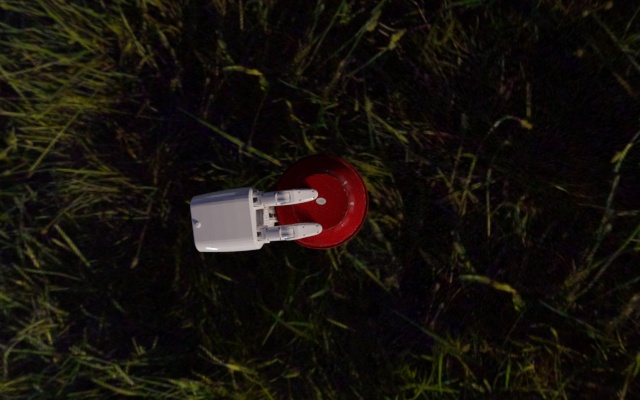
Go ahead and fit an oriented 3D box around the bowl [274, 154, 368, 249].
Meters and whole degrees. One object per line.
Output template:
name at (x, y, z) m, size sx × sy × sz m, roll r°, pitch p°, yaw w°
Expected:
bowl at (0.001, 0.002, 0.783) m, size 0.162 × 0.162 × 0.055 m, roll 0°, pitch 1°, yaw 1°
